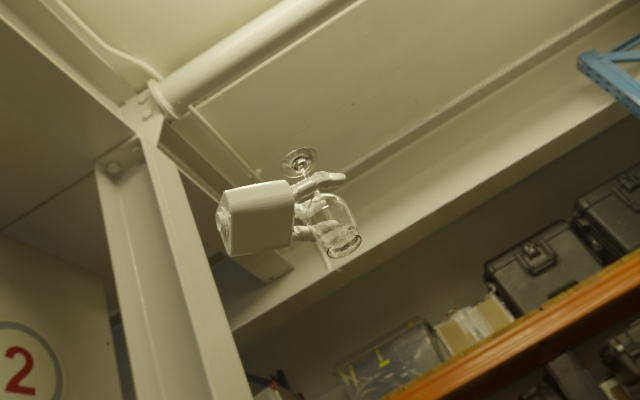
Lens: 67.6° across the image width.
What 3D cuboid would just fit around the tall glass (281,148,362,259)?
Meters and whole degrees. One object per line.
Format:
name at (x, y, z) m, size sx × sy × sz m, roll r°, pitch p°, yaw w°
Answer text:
tall glass at (0.000, 0.002, 0.825) m, size 0.079 × 0.201 × 0.079 m, roll -19°, pitch -35°, yaw -14°
